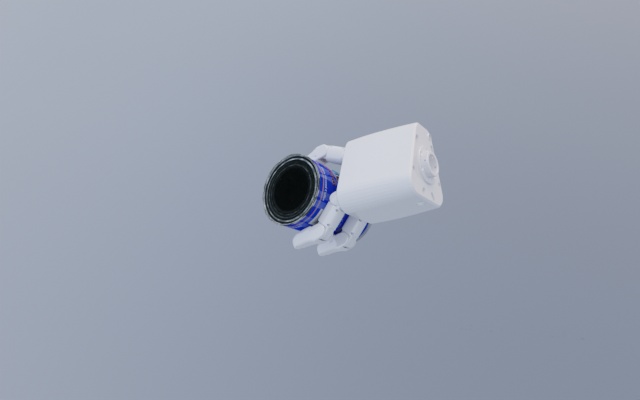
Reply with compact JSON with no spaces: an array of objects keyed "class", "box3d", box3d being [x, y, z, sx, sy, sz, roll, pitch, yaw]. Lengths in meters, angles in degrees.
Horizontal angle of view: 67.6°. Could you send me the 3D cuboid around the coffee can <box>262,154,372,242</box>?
[{"class":"coffee can","box3d":[0.000,0.002,0.701,0.103,0.102,0.140,0,-15,39]}]
